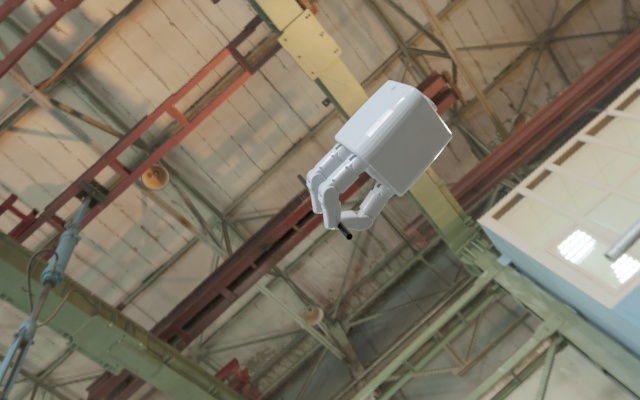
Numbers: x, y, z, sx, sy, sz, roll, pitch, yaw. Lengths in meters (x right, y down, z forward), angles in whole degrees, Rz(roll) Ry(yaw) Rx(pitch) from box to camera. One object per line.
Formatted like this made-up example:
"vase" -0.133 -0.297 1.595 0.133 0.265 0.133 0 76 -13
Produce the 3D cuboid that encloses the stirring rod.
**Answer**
"stirring rod" 0.000 0.002 0.675 0.011 0.011 0.239 0 20 -18
